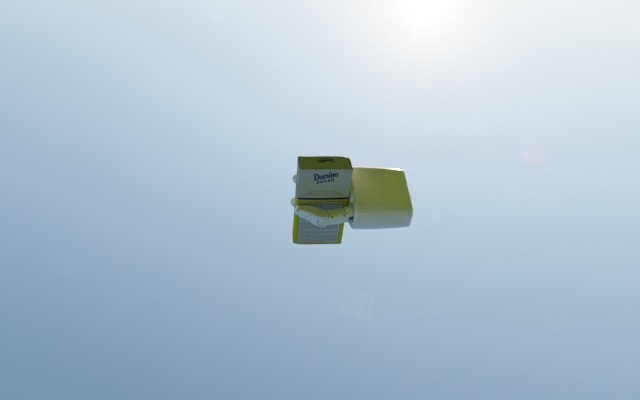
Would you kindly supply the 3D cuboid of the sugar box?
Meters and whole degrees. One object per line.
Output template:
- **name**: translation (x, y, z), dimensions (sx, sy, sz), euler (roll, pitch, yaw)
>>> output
- **sugar box**: translation (0.000, 0.003, 0.853), dimensions (0.093, 0.176, 0.048), euler (0, 38, -9)
